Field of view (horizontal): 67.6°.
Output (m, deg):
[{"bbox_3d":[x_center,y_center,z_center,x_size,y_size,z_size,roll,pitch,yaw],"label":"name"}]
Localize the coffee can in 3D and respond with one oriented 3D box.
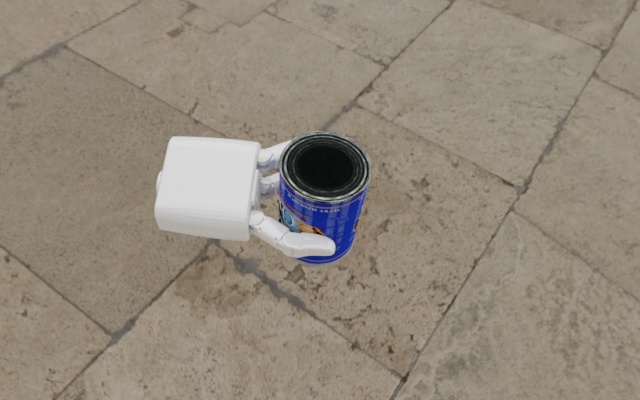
[{"bbox_3d":[0.000,0.002,0.576,0.103,0.102,0.140,0,-36,-6],"label":"coffee can"}]
